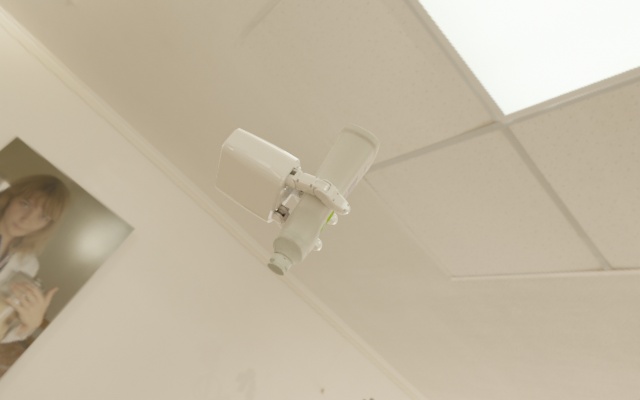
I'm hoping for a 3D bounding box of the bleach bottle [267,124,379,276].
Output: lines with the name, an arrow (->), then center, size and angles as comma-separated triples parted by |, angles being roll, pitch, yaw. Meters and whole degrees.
bleach bottle -> 0.000, 0.002, 0.723 | 0.068, 0.250, 0.103 | 30, -29, 8
